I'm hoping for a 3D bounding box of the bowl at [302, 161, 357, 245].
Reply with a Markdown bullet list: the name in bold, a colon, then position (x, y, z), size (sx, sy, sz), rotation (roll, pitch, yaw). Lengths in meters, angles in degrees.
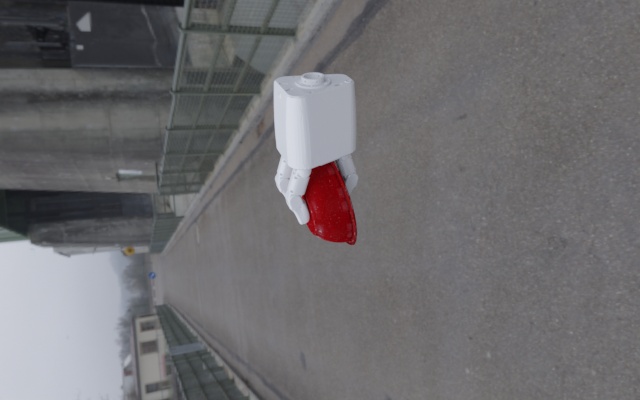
- **bowl**: position (0.000, 0.004, 0.749), size (0.055, 0.162, 0.162), rotation (-20, 4, -11)
